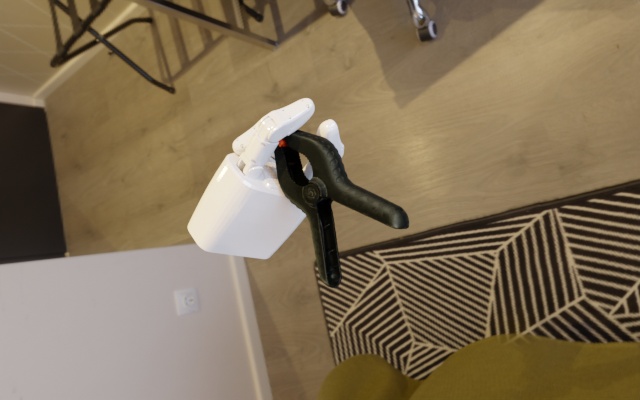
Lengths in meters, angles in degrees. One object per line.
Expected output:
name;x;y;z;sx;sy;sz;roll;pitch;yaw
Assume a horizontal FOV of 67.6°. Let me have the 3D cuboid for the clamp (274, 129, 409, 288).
clamp;0.000;0.001;0.484;0.039;0.120;0.171;-2;46;-53
